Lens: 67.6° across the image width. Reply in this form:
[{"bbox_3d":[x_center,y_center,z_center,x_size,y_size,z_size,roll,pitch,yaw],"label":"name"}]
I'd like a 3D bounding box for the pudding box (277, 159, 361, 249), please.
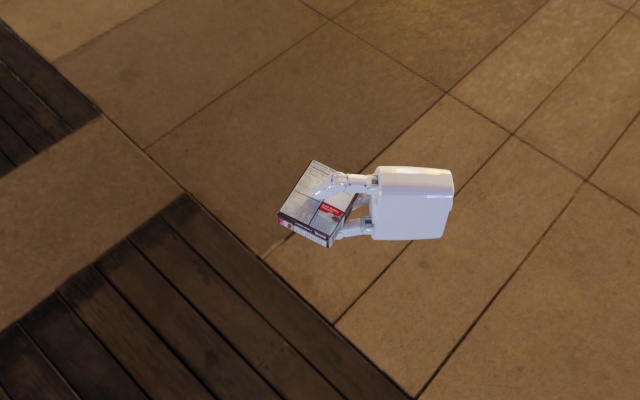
[{"bbox_3d":[0.000,0.002,0.718,0.090,0.113,0.039,25,-29,12],"label":"pudding box"}]
